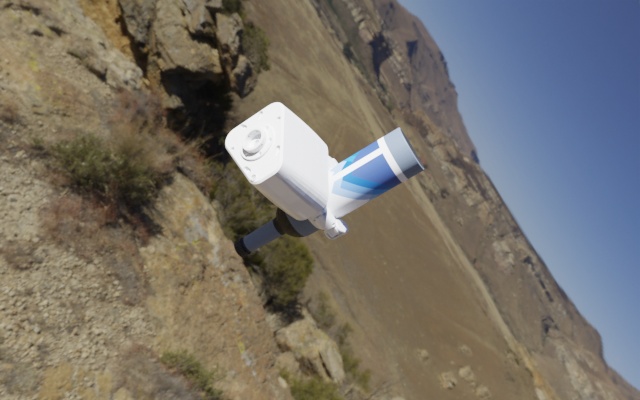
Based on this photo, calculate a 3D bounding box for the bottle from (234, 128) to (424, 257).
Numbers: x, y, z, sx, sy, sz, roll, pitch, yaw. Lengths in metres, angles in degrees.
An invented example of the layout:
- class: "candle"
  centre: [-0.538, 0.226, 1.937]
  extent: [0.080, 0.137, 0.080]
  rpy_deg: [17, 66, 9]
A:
- class: "bottle"
  centre: [0.000, 0.002, 0.678]
  extent: [0.296, 0.069, 0.069]
  rpy_deg: [-30, -9, 16]
